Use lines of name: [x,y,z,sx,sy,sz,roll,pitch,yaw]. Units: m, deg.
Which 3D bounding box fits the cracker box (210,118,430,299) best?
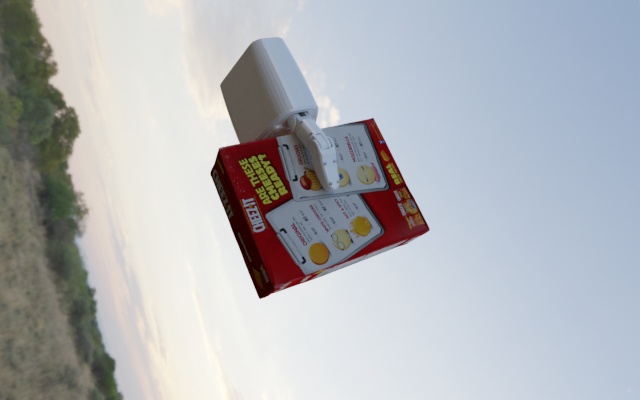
cracker box: [0.000,0.002,0.567,0.213,0.164,0.072,-16,-16,-28]
